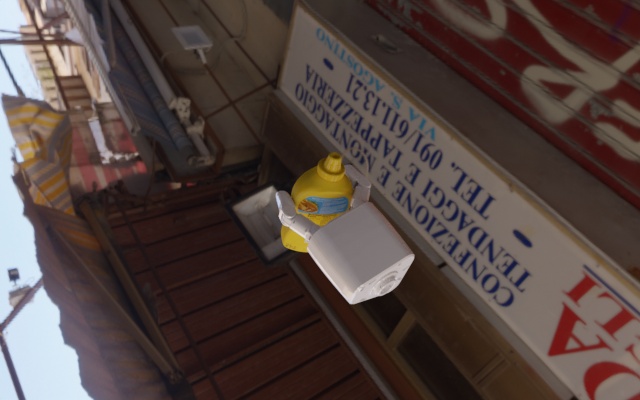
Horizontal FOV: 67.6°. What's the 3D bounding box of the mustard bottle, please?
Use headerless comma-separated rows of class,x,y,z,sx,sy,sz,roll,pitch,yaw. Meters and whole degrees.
mustard bottle,0.000,0.002,0.747,0.096,0.058,0.192,2,-44,-16
